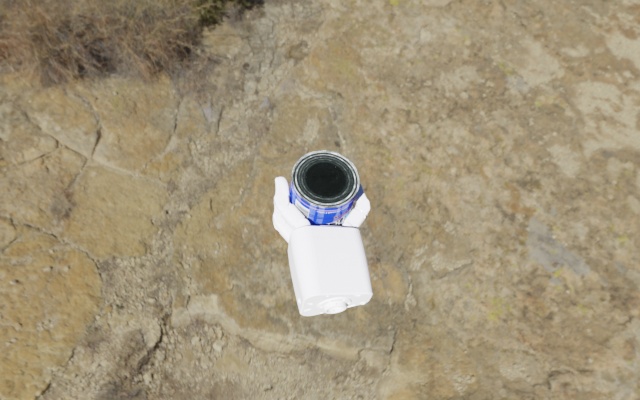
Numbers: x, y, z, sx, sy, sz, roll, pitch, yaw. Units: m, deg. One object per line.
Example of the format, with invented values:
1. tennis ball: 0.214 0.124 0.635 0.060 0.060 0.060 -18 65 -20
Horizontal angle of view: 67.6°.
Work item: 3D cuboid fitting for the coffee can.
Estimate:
1. coffee can: 0.000 0.002 0.765 0.103 0.102 0.140 0 -31 -8
